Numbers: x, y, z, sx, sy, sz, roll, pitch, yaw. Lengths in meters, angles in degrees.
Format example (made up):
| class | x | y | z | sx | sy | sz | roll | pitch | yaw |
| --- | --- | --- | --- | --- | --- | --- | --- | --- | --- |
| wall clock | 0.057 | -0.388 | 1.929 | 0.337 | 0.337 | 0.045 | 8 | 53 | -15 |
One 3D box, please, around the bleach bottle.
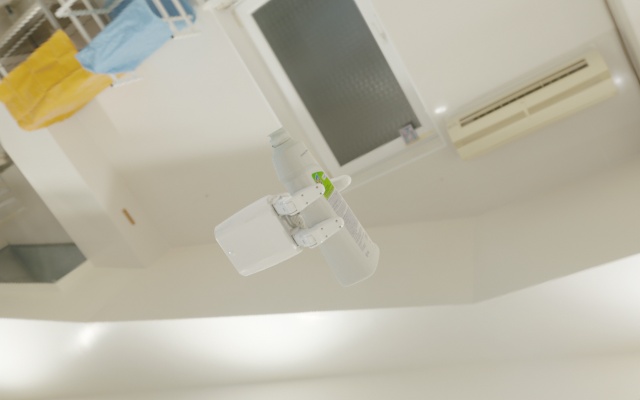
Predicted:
| class | x | y | z | sx | sy | sz | roll | pitch | yaw |
| --- | --- | --- | --- | --- | --- | --- | --- | --- | --- |
| bleach bottle | 0.000 | 0.002 | 0.721 | 0.068 | 0.251 | 0.102 | -27 | 12 | 18 |
